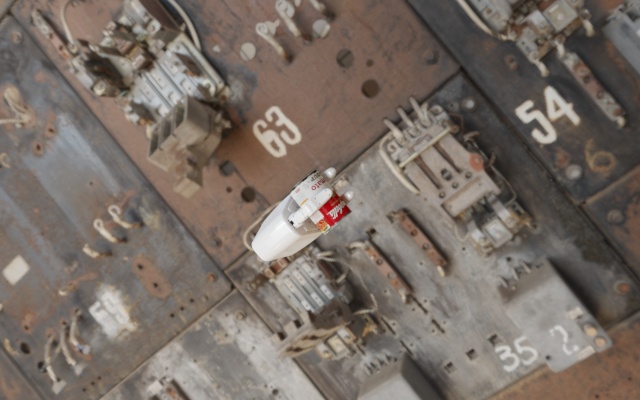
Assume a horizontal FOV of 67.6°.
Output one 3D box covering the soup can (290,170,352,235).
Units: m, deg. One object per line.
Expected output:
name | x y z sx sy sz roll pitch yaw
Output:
soup can | 0.000 0.002 0.880 0.068 0.102 0.068 -40 -2 -2
